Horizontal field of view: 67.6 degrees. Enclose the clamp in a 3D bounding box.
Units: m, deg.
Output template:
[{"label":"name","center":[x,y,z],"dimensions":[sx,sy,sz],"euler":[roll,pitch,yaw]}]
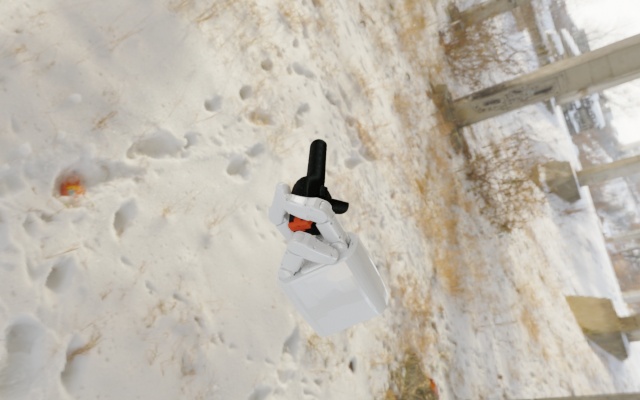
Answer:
[{"label":"clamp","center":[0.001,0.002,0.657],"dimensions":[0.039,0.120,0.171],"euler":[-17,29,28]}]
